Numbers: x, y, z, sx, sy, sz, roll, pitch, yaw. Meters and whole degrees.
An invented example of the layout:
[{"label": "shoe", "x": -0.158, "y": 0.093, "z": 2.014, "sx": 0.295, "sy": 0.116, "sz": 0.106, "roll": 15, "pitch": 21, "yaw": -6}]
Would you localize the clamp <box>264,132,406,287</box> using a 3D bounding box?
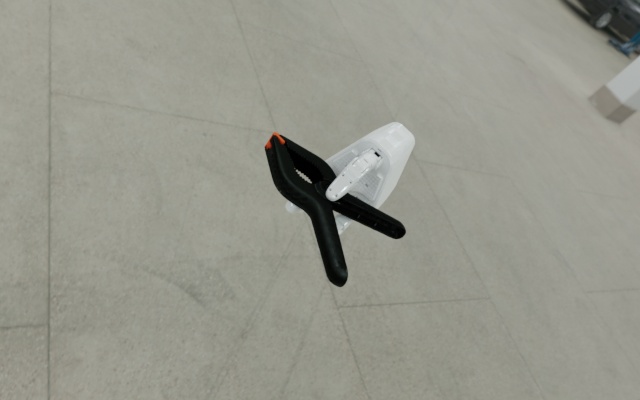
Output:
[{"label": "clamp", "x": 0.000, "y": 0.001, "z": 0.582, "sx": 0.036, "sy": 0.210, "sz": 0.164, "roll": -50, "pitch": -7, "yaw": 36}]
